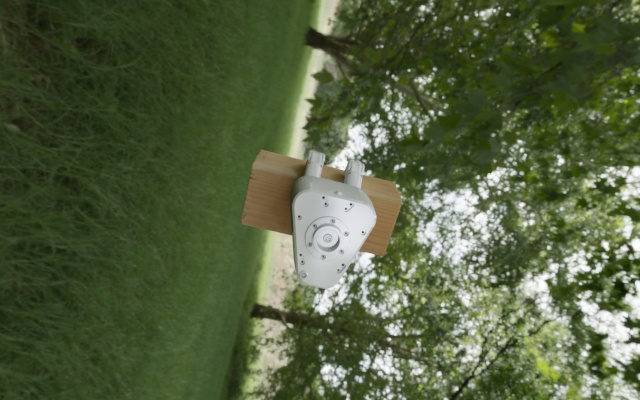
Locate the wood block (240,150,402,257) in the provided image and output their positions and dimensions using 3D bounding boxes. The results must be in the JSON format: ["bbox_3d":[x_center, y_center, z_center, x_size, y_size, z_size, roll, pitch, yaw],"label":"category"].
[{"bbox_3d":[0.000,0.003,0.687,0.206,0.091,0.090,14,19,-4],"label":"wood block"}]
